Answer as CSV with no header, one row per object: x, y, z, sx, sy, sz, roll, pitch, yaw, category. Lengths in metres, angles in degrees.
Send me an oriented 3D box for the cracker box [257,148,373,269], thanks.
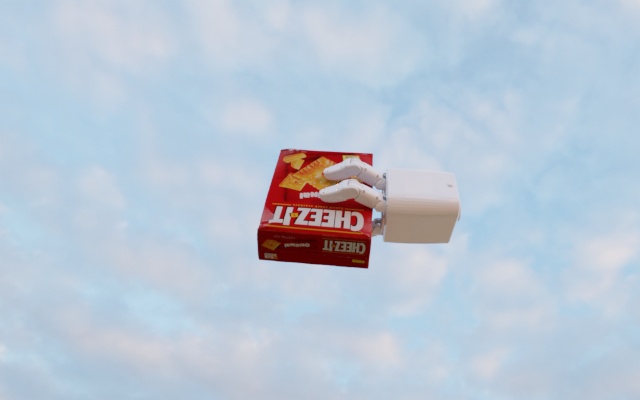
0.000,0.003,0.757,0.164,0.072,0.213,4,39,4,cracker box
